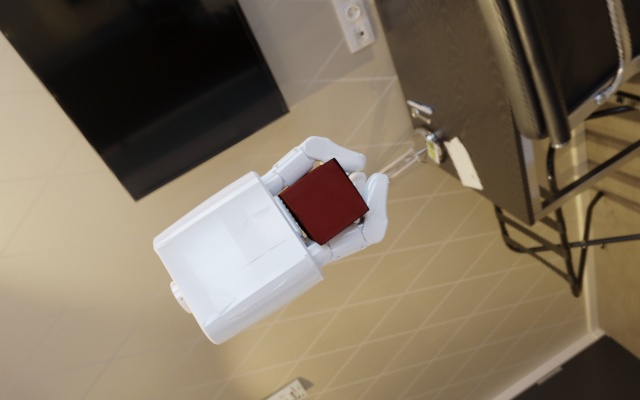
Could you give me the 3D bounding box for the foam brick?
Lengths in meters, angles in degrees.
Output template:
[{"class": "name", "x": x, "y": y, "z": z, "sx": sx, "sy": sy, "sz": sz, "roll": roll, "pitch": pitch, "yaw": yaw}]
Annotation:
[{"class": "foam brick", "x": 0.000, "y": 0.001, "z": 0.410, "sx": 0.051, "sy": 0.053, "sz": 0.078, "roll": -36, "pitch": 4, "yaw": -7}]
